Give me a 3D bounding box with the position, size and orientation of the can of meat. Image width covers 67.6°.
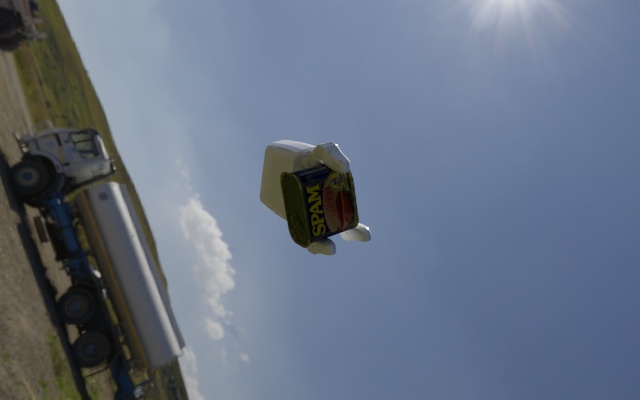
[{"bbox_3d":[0.000,0.002,0.646,0.084,0.102,0.057,-17,19,-27],"label":"can of meat"}]
